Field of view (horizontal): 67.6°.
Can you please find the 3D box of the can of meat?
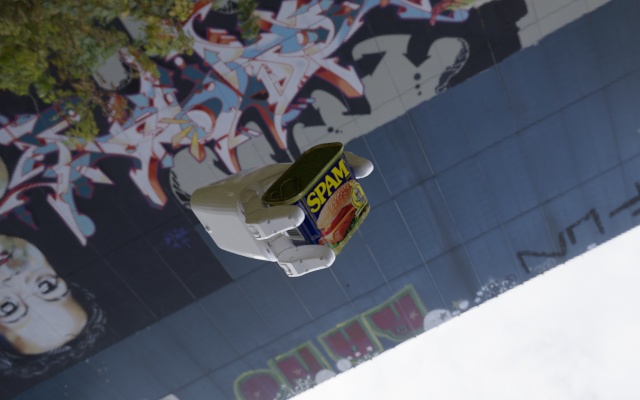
[{"bbox_3d":[0.000,0.002,0.506,0.057,0.084,0.102,0,39,45],"label":"can of meat"}]
